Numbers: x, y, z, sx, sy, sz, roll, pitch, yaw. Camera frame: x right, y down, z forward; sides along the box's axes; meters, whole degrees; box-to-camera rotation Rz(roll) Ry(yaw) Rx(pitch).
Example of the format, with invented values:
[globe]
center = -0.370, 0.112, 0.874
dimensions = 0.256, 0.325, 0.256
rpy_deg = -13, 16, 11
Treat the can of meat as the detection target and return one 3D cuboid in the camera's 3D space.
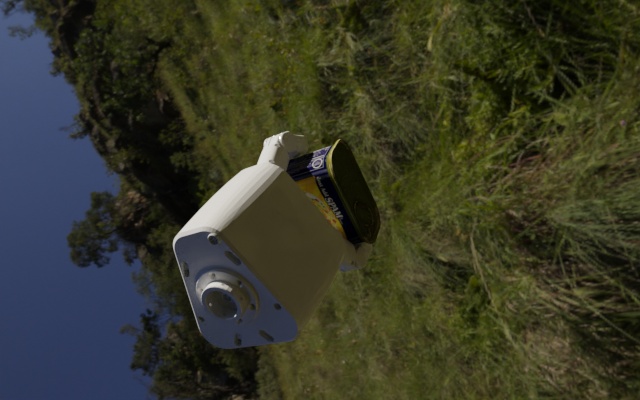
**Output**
[can of meat]
center = 0.000, 0.002, 0.472
dimensions = 0.084, 0.102, 0.057
rpy_deg = -16, 25, 27
